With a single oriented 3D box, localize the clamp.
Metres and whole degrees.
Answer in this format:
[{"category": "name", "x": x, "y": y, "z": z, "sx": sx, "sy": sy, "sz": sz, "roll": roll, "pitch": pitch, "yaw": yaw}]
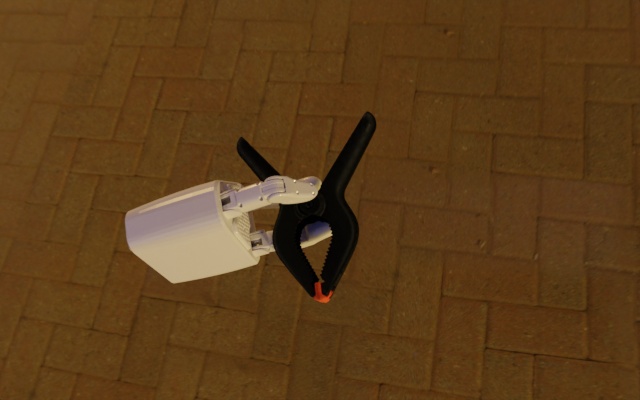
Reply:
[{"category": "clamp", "x": 0.000, "y": 0.002, "z": 0.521, "sx": 0.164, "sy": 0.210, "sz": 0.036, "roll": -17, "pitch": -20, "yaw": 9}]
